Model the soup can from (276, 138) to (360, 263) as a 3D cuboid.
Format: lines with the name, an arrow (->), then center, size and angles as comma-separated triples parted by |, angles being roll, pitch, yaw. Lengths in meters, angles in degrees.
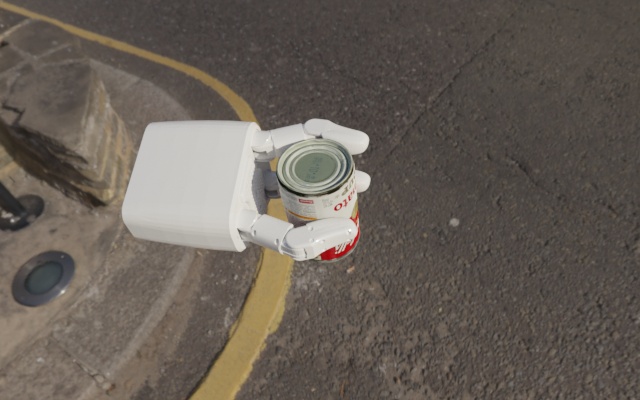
soup can -> 0.001, 0.001, 0.437 | 0.068, 0.068, 0.102 | 0, -39, 8
